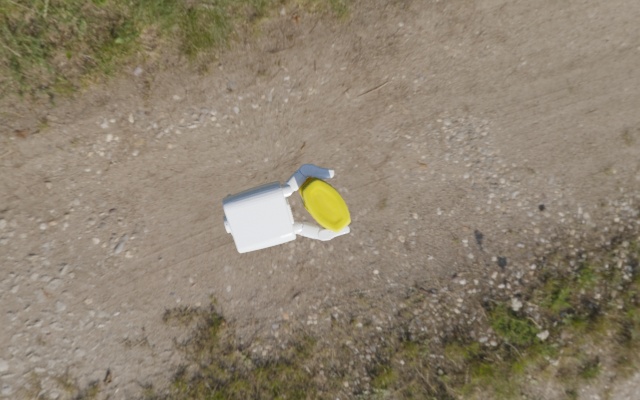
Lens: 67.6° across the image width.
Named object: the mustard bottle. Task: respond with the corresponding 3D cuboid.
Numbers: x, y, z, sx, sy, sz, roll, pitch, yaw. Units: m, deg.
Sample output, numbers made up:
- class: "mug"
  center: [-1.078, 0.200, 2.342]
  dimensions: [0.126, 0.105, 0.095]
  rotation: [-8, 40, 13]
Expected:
- class: "mustard bottle"
  center: [0.000, 0.003, 0.856]
  dimensions: [0.058, 0.096, 0.191]
  rotation: [-41, 7, -2]
